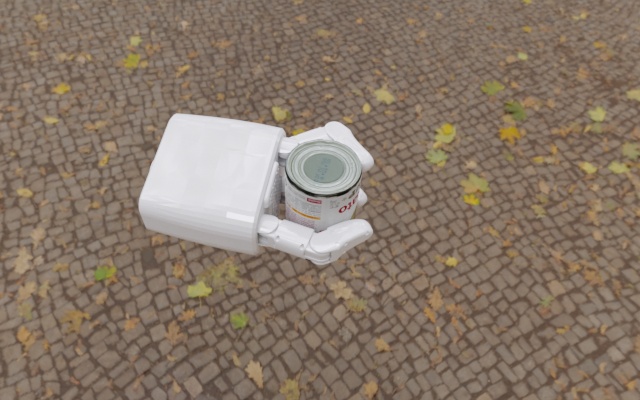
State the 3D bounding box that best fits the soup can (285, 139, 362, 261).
[{"bbox_3d":[0.001,0.001,0.442,0.068,0.068,0.102,0,-39,-4],"label":"soup can"}]
